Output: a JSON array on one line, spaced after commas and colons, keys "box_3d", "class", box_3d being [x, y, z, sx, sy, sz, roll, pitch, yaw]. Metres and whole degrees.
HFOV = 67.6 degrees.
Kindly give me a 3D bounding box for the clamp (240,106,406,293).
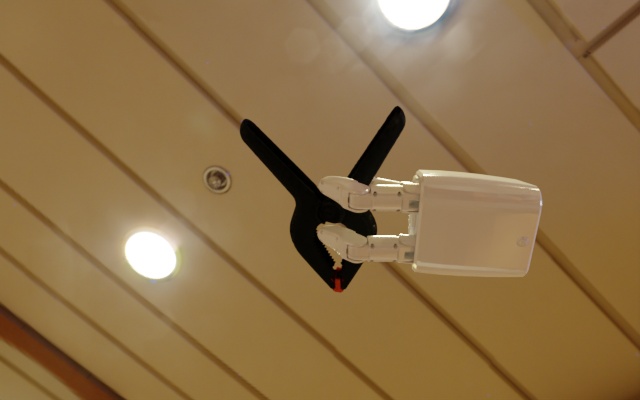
[{"box_3d": [0.000, 0.002, 0.508, 0.164, 0.210, 0.036, 4, 25, 7], "class": "clamp"}]
